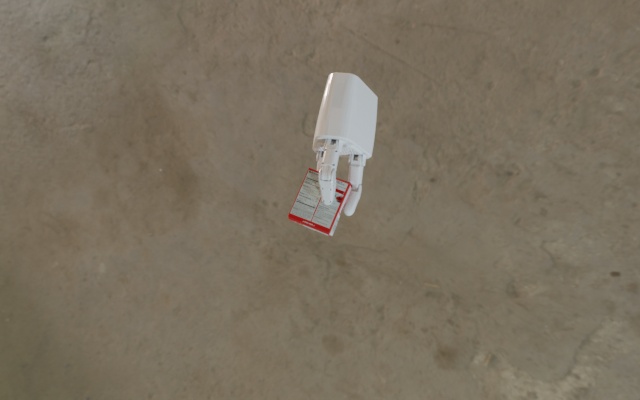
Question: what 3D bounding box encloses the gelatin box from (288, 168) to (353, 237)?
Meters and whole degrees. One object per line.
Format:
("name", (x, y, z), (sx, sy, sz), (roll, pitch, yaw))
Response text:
("gelatin box", (0.000, 0.003, 0.749), (0.073, 0.089, 0.030), (21, -10, 15))
